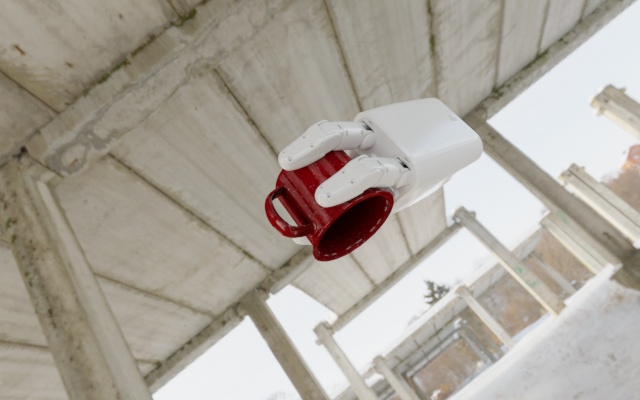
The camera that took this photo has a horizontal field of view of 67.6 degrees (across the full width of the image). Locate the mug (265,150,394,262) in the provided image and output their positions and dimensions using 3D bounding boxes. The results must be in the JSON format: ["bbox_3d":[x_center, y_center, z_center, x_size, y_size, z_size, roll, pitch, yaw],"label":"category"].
[{"bbox_3d":[-0.001,0.002,0.454,0.117,0.081,0.093,-19,-34,-34],"label":"mug"}]
